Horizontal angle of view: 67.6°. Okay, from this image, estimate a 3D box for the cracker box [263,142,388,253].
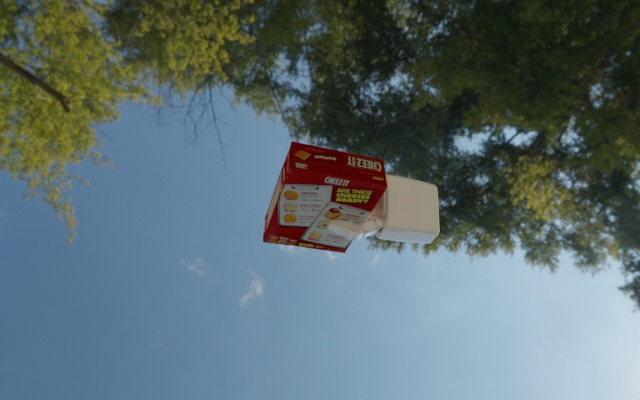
[{"bbox_3d":[0.000,0.003,0.841,0.164,0.072,0.214,9,-39,-14],"label":"cracker box"}]
